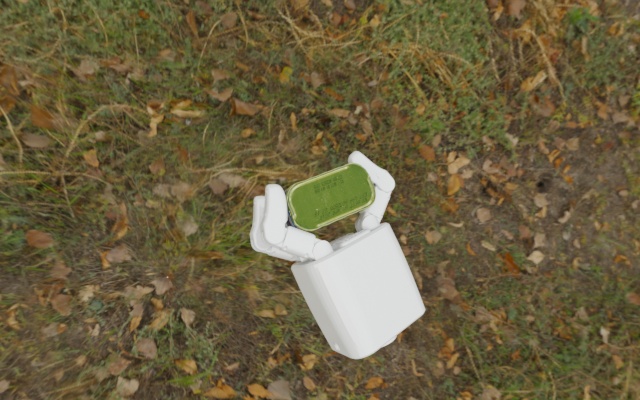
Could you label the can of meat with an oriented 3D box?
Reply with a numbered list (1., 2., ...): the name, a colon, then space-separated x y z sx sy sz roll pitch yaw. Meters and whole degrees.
1. can of meat: 0.000 0.002 0.523 0.102 0.057 0.084 -22 -1 -20
